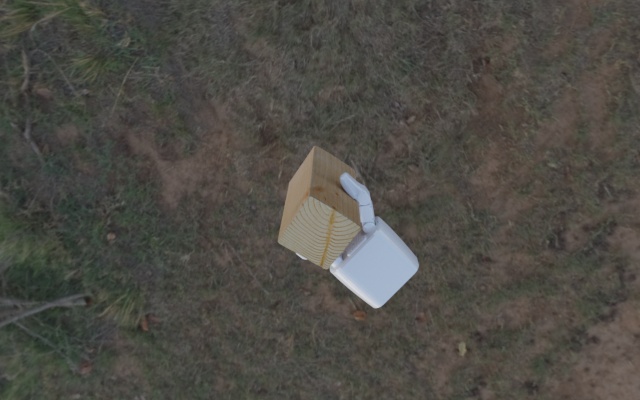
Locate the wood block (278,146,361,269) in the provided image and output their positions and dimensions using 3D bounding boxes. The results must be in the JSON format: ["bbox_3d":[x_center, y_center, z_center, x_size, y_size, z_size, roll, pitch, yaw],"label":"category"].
[{"bbox_3d":[0.001,0.003,0.766,0.090,0.091,0.206,32,23,-13],"label":"wood block"}]
